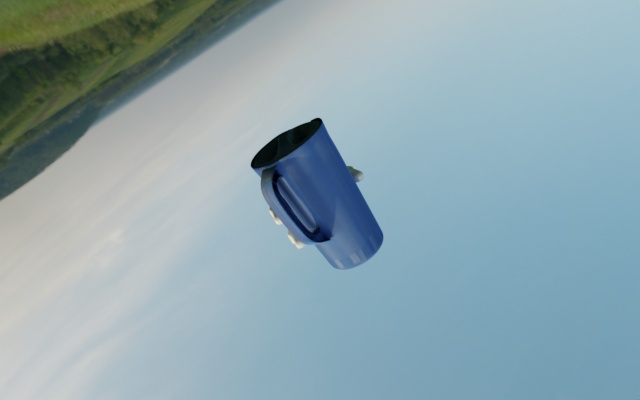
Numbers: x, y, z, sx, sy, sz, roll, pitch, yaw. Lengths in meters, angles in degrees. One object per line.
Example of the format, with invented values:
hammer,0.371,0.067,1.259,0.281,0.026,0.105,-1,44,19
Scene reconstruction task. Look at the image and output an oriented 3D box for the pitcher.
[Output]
pitcher,0.000,0.002,0.781,0.149,0.243,0.145,-37,23,-8
